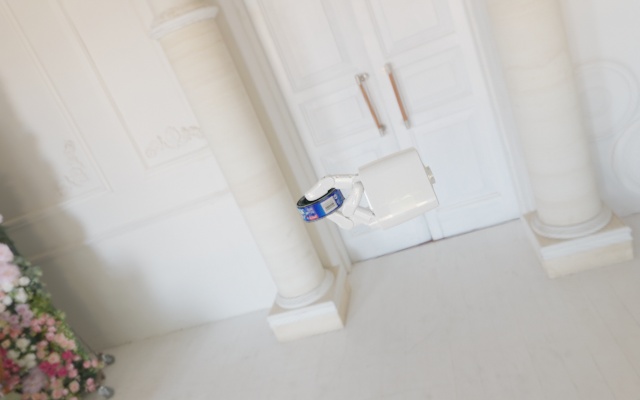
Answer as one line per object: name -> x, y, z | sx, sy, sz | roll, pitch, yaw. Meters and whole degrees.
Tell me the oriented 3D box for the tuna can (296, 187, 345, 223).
tuna can -> 0.000, 0.002, 0.863 | 0.086, 0.034, 0.086 | -26, 17, 8
